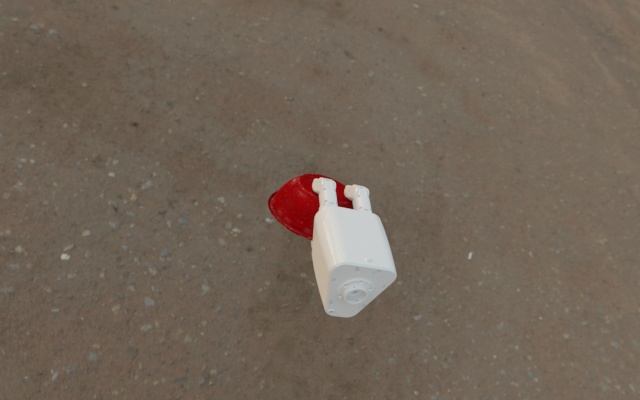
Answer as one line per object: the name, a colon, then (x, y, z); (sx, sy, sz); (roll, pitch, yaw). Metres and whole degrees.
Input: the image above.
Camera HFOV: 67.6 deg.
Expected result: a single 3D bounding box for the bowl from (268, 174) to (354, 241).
bowl: (0.000, 0.001, 0.769); (0.162, 0.055, 0.162); (17, 26, -8)
